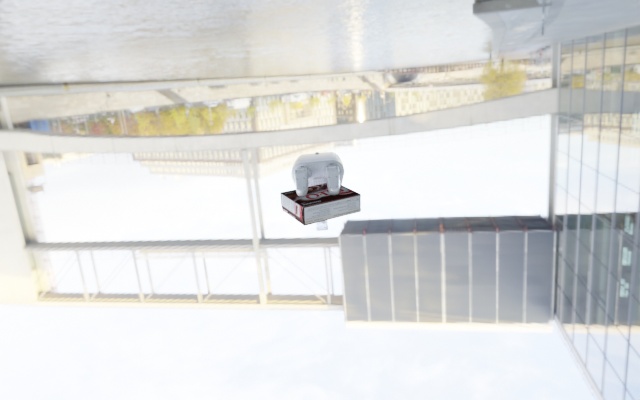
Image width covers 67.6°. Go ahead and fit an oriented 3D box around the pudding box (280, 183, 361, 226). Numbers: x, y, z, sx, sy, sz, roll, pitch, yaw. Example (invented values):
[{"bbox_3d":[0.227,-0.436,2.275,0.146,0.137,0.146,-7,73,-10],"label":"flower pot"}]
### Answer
[{"bbox_3d":[0.000,0.003,0.819,0.113,0.039,0.090,-15,22,-25],"label":"pudding box"}]
